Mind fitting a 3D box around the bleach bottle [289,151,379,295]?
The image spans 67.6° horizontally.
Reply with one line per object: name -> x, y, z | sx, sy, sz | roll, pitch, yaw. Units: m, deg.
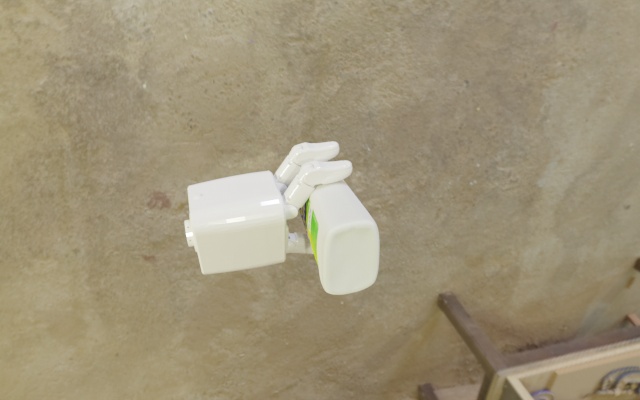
bleach bottle -> 0.000, 0.002, 0.618 | 0.068, 0.103, 0.250 | -9, 32, -13
